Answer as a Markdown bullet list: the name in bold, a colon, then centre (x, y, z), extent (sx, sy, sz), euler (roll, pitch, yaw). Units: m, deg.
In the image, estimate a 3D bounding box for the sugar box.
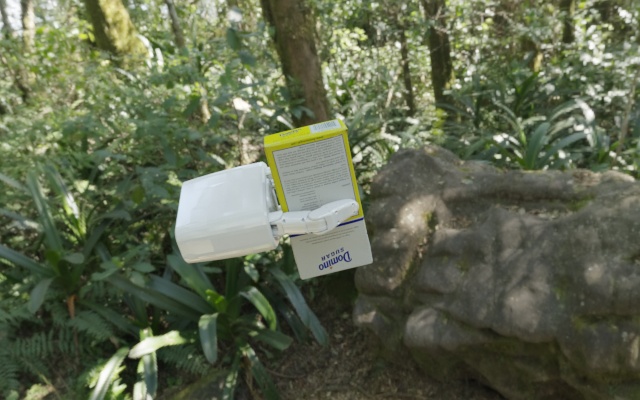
- **sugar box**: centre (0.000, 0.002, 0.562), extent (0.093, 0.176, 0.048), euler (-13, 27, 0)
